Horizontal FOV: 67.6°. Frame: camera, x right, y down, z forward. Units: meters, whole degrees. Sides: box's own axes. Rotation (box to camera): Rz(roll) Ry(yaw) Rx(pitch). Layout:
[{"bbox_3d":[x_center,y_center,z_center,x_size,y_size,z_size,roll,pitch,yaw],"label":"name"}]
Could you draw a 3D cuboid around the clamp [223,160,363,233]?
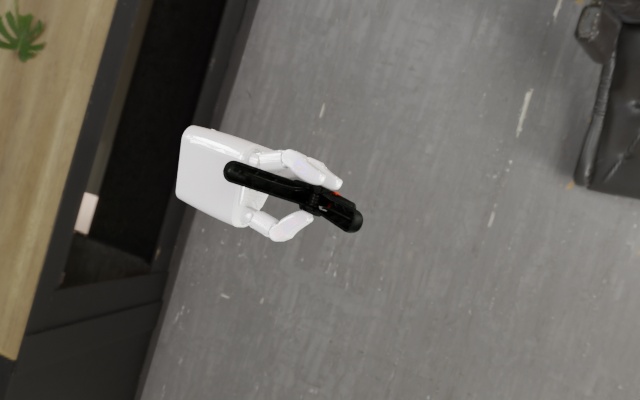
[{"bbox_3d":[0.000,0.003,0.583,0.164,0.036,0.210,24,4,23],"label":"clamp"}]
